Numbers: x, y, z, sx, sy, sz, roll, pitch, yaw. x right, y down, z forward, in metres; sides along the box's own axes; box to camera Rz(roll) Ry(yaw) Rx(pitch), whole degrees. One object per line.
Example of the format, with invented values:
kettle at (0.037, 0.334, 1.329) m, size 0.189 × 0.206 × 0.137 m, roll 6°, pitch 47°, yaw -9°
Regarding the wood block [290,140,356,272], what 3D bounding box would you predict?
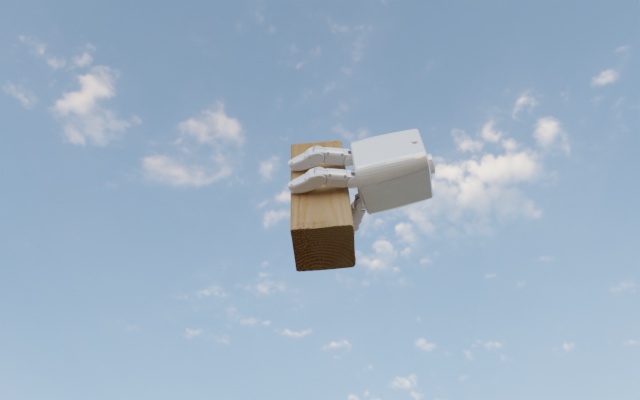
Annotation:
wood block at (0.001, 0.003, 0.754) m, size 0.090 × 0.091 × 0.206 m, roll -5°, pitch 41°, yaw 1°
